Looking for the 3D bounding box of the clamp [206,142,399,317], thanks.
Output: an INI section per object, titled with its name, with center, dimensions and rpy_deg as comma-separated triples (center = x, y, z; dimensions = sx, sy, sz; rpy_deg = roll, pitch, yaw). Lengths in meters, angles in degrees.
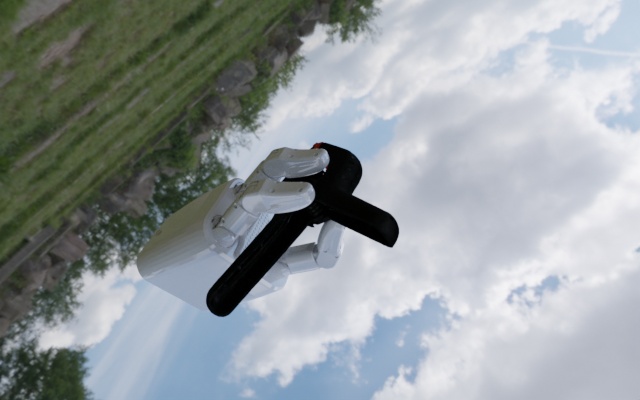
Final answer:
[clamp]
center = 0.000, 0.002, 0.416
dimensions = 0.164, 0.036, 0.209
rpy_deg = -22, 27, 28
